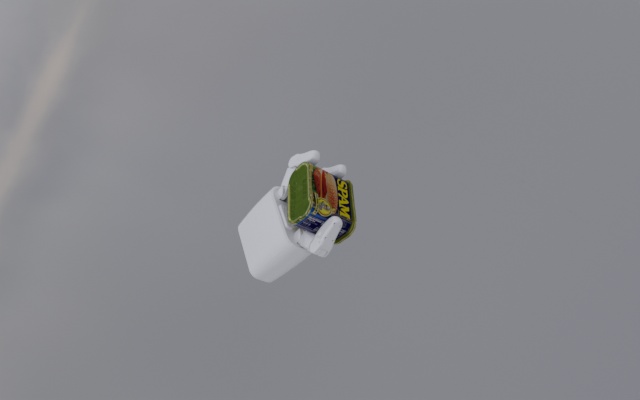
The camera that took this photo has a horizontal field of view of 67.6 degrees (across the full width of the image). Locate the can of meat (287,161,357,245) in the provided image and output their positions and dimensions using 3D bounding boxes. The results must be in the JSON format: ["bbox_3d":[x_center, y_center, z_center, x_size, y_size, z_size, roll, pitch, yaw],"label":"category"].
[{"bbox_3d":[0.000,0.002,0.693,0.084,0.102,0.057,24,-45,-31],"label":"can of meat"}]
